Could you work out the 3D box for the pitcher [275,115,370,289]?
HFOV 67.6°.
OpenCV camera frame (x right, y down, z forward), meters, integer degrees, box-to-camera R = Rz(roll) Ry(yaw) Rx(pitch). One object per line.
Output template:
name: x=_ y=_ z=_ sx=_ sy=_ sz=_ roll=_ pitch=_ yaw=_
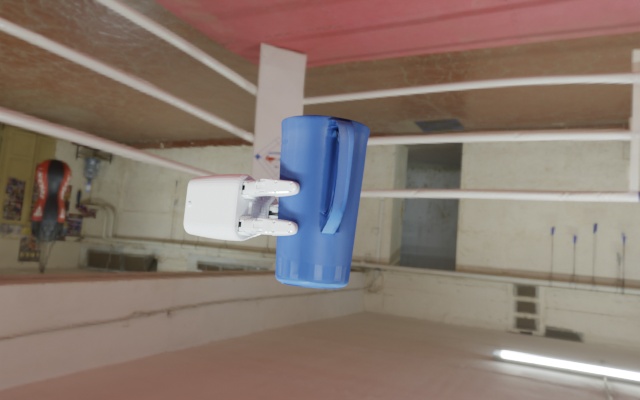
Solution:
pitcher: x=0.000 y=0.002 z=0.696 sx=0.145 sy=0.243 sz=0.149 roll=2 pitch=-6 yaw=27
